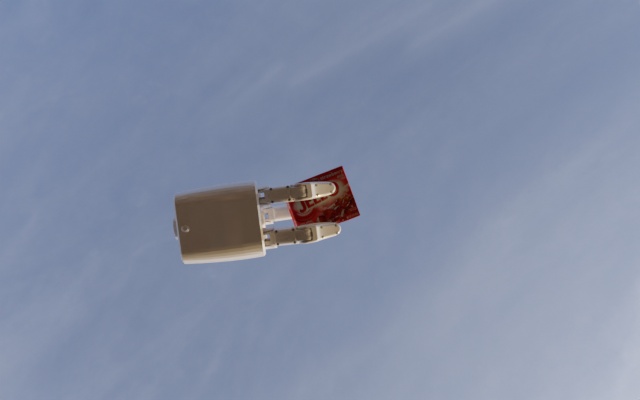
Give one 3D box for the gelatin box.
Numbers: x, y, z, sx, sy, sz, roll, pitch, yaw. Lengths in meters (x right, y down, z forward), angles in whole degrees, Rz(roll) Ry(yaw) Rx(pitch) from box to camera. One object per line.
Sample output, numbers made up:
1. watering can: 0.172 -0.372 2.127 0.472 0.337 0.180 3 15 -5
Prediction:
1. gelatin box: 0.000 0.002 0.651 0.089 0.073 0.030 -21 3 -11
